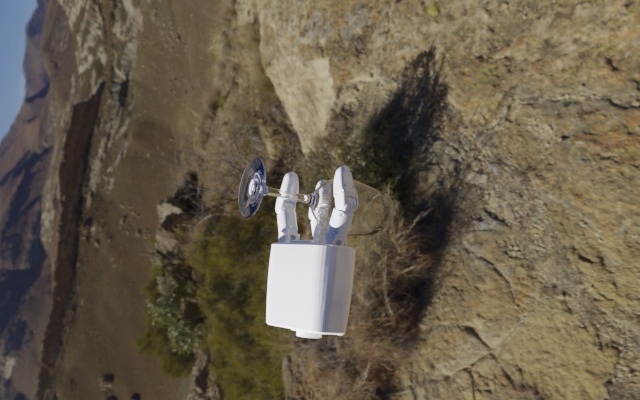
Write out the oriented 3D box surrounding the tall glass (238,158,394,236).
[{"bbox_3d":[0.000,0.002,0.625,0.201,0.079,0.079,11,-6,-30],"label":"tall glass"}]
